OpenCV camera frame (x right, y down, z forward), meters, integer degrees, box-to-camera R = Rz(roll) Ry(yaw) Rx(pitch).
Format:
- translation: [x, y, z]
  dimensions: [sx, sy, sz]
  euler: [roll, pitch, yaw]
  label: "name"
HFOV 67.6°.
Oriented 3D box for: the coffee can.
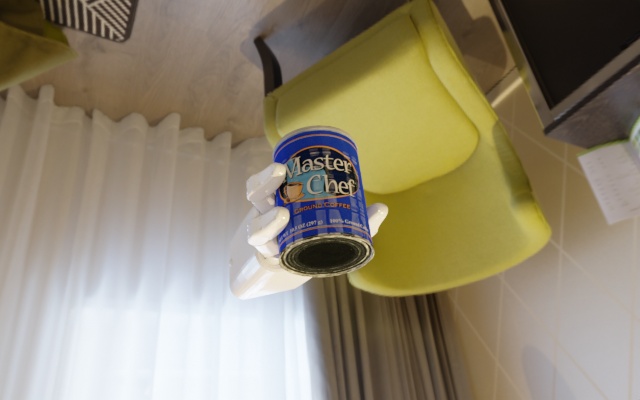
- translation: [0.000, 0.002, 0.539]
  dimensions: [0.103, 0.140, 0.103]
  euler: [-5, -31, -3]
  label: "coffee can"
